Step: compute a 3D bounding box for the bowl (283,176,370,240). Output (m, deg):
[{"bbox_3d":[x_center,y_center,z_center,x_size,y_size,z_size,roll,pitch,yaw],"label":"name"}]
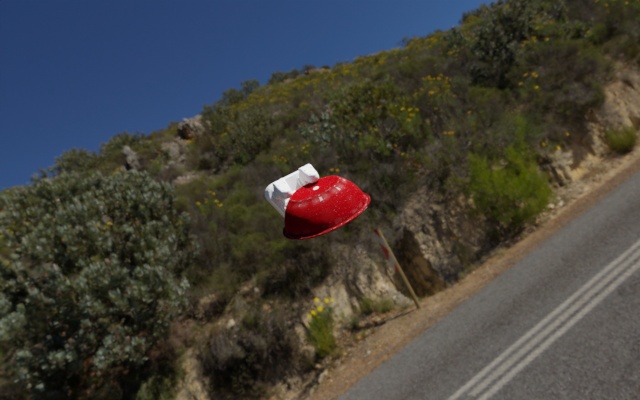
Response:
[{"bbox_3d":[0.001,0.002,0.810,0.162,0.055,0.162,-21,18,7],"label":"bowl"}]
